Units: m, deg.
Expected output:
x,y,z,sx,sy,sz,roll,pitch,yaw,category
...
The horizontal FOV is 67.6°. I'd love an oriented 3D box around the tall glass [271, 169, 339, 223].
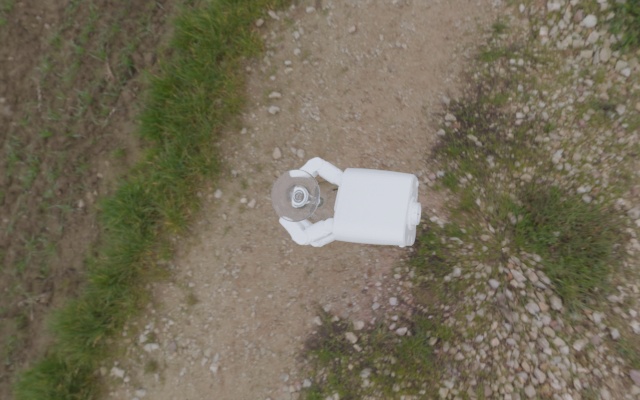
x,y,z,sx,sy,sz,roll,pitch,yaw,category
0.000,0.002,0.758,0.079,0.079,0.201,0,-5,21,tall glass
